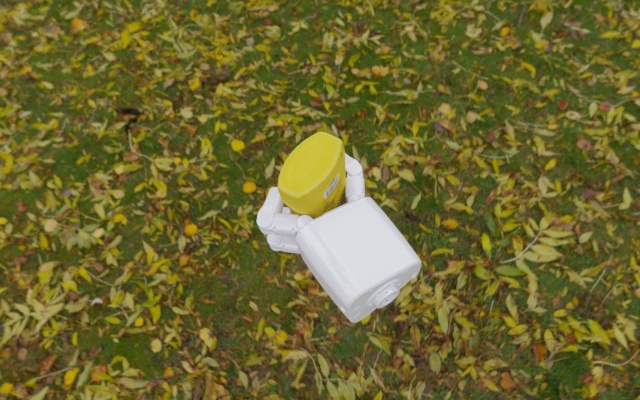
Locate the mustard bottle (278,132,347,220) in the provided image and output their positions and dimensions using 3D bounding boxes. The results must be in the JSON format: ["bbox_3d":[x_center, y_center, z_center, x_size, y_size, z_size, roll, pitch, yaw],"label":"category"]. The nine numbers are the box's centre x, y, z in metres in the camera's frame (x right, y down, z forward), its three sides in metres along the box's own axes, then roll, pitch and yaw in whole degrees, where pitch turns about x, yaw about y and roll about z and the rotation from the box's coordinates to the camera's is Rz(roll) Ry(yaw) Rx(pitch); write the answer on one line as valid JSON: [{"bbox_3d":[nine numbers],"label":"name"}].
[{"bbox_3d":[0.000,0.002,0.628,0.058,0.096,0.192,26,-22,21],"label":"mustard bottle"}]
